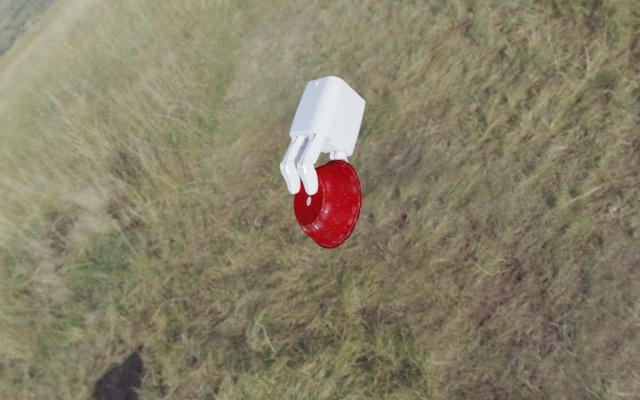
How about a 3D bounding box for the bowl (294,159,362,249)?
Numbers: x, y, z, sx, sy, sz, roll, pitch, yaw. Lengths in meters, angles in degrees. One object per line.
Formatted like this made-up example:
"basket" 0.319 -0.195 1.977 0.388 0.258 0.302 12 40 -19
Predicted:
"bowl" 0.000 0.004 0.835 0.055 0.162 0.162 9 -5 -36
